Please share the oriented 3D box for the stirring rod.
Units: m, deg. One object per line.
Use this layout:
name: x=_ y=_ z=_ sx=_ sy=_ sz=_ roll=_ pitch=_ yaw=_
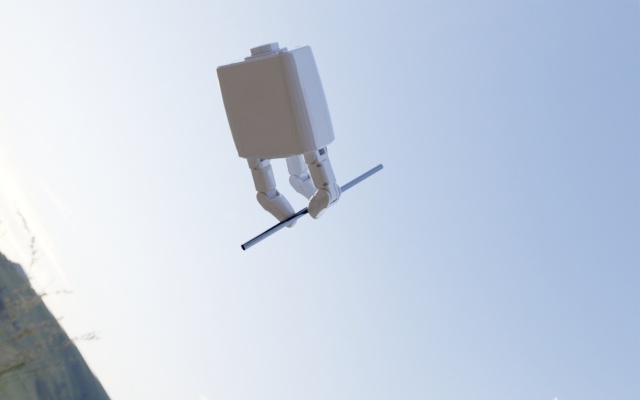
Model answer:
stirring rod: x=0.000 y=0.002 z=0.584 sx=0.239 sy=0.011 sz=0.011 roll=-30 pitch=19 yaw=-37
